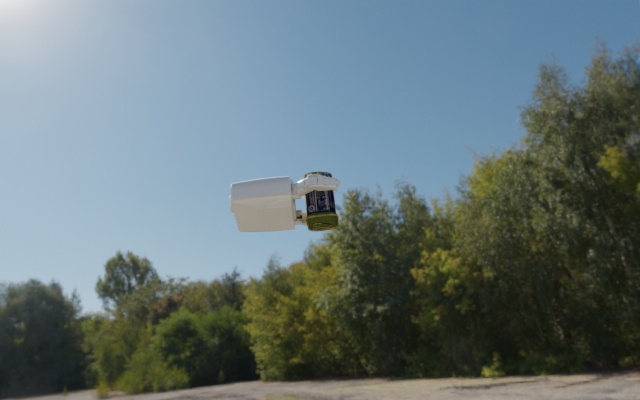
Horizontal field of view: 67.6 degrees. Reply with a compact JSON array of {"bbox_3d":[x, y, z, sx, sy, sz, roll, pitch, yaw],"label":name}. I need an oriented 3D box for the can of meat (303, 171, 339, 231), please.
[{"bbox_3d":[0.000,0.002,0.869,0.057,0.084,0.102,-6,-18,1],"label":"can of meat"}]
